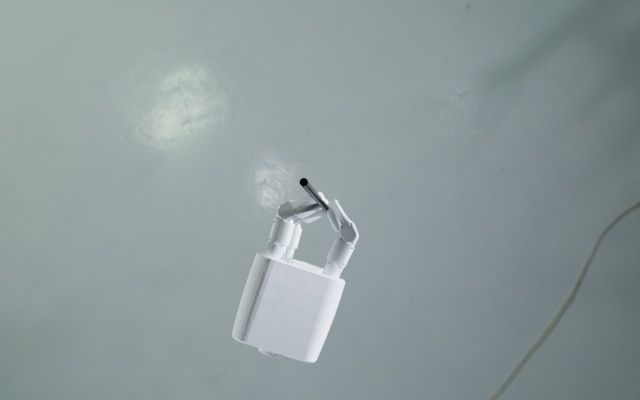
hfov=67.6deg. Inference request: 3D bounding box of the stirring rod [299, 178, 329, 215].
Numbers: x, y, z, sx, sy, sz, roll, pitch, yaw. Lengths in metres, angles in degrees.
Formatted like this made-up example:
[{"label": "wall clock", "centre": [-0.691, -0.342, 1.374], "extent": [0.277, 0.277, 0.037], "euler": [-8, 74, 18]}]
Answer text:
[{"label": "stirring rod", "centre": [0.000, 0.002, 0.551], "extent": [0.011, 0.011, 0.239], "euler": [0, -9, 7]}]
